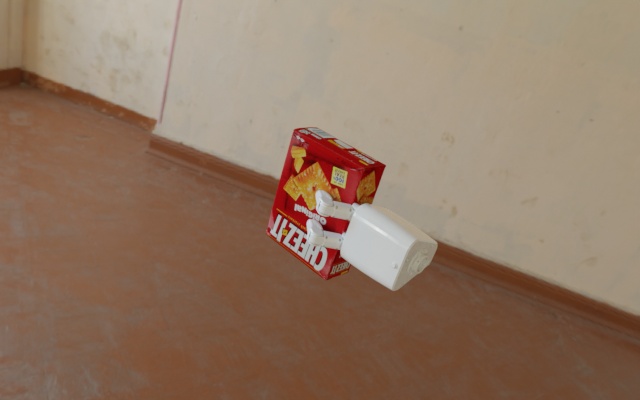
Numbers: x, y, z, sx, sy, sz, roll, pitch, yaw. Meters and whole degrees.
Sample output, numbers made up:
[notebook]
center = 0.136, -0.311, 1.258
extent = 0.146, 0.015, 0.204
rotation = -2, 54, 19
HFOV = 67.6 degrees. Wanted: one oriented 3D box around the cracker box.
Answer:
[cracker box]
center = 0.000, 0.003, 0.822
extent = 0.164, 0.214, 0.072
rotation = 34, 28, 33
